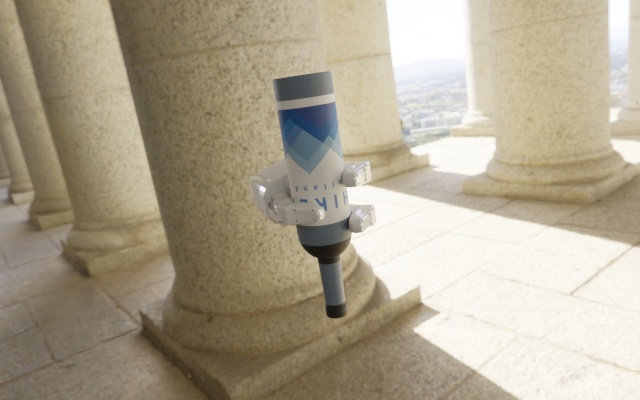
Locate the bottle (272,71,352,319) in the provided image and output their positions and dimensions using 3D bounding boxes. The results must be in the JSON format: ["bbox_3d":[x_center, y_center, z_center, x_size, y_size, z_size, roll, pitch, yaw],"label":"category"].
[{"bbox_3d":[0.000,0.002,0.567,0.069,0.296,0.069,-8,14,2],"label":"bottle"}]
